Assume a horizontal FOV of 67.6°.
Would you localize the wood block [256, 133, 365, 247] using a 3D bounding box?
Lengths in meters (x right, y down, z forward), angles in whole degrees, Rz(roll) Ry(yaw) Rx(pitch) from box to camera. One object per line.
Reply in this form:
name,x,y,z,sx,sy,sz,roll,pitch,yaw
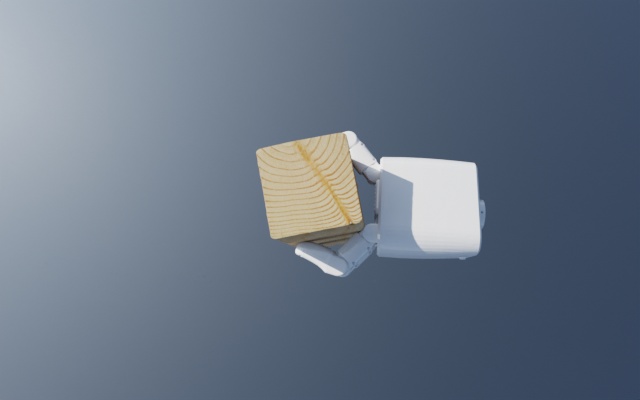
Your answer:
wood block,0.000,0.001,0.547,0.090,0.091,0.206,-11,-11,5
